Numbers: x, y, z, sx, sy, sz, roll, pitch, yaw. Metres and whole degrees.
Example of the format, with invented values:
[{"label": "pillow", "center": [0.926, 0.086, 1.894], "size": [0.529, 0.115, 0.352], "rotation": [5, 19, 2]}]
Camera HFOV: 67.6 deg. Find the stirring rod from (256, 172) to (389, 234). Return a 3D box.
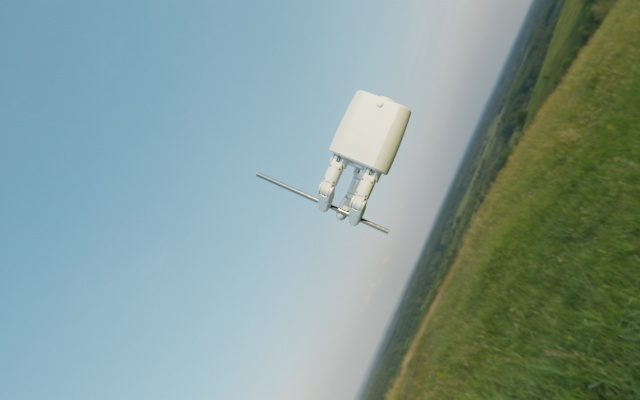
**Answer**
[{"label": "stirring rod", "center": [0.000, 0.003, 0.781], "size": [0.239, 0.011, 0.011], "rotation": [24, 6, 13]}]
